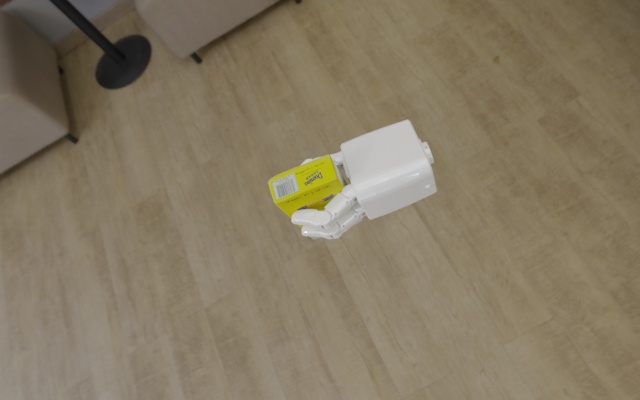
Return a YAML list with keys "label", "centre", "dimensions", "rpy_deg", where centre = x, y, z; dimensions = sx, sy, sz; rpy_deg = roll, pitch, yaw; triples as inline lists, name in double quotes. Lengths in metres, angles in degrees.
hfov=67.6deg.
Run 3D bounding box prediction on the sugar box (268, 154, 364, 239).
- label: "sugar box"
  centre: [0.000, 0.003, 0.704]
  dimensions: [0.093, 0.048, 0.176]
  rpy_deg: [-21, -28, 10]
